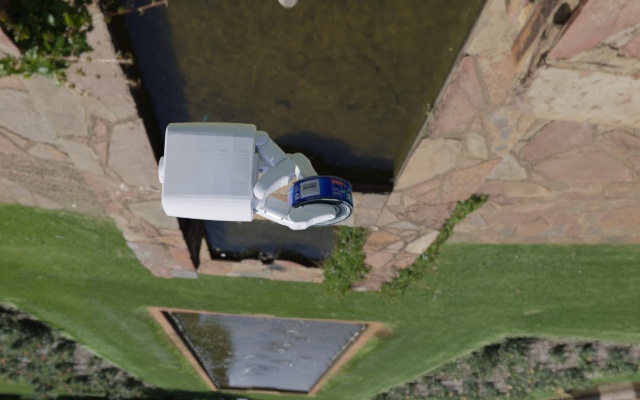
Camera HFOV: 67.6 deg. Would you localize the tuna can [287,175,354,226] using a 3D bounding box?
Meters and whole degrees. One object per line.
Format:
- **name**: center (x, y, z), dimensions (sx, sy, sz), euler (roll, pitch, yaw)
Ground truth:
- **tuna can**: center (0.000, 0.003, 0.622), dimensions (0.086, 0.033, 0.086), euler (-3, -26, -2)
